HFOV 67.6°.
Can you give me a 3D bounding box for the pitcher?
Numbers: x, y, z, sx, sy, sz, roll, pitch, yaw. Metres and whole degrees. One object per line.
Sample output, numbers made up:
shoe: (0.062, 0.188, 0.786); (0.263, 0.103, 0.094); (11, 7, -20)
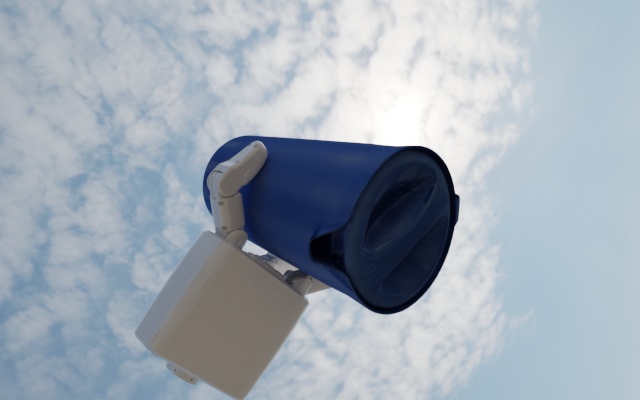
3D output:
pitcher: (0.000, 0.002, 0.456); (0.243, 0.145, 0.149); (17, -22, 47)
